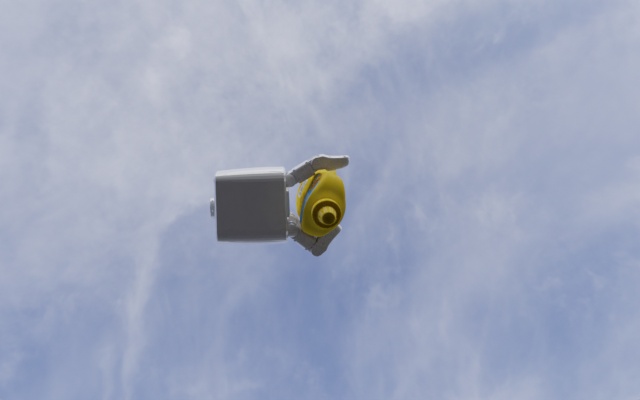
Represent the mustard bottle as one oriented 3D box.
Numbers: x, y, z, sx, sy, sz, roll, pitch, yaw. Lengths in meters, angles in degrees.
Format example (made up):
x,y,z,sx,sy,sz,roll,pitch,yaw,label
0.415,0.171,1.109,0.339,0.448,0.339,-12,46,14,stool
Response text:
x,y,z,sx,sy,sz,roll,pitch,yaw,label
0.000,0.002,0.720,0.058,0.096,0.191,24,9,-10,mustard bottle
